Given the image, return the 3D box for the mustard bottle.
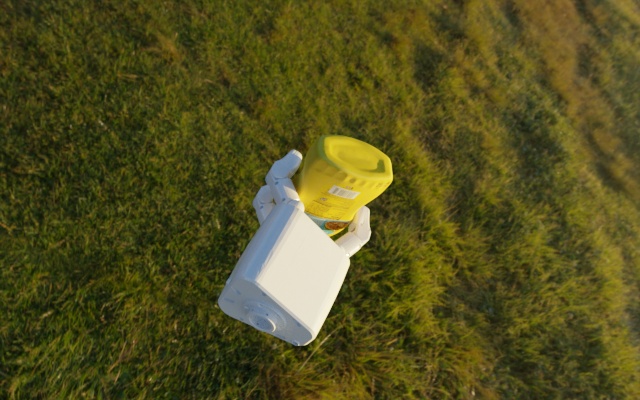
[{"bbox_3d":[0.000,0.002,0.589,0.096,0.058,0.192,14,-38,-22],"label":"mustard bottle"}]
